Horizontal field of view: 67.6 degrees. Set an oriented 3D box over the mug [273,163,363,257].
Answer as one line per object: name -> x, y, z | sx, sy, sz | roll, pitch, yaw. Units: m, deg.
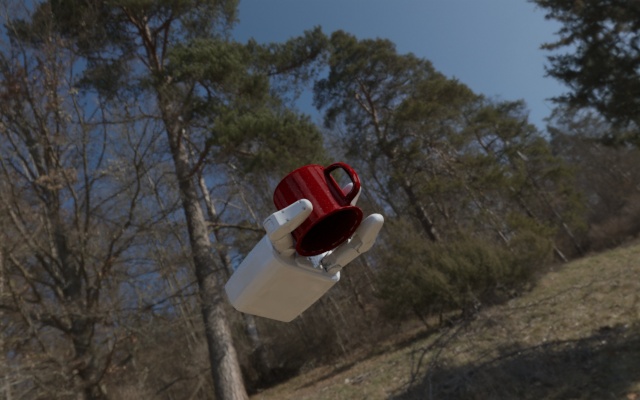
mug -> 0.001, 0.001, 0.591 | 0.117, 0.081, 0.093 | -47, -32, 23
